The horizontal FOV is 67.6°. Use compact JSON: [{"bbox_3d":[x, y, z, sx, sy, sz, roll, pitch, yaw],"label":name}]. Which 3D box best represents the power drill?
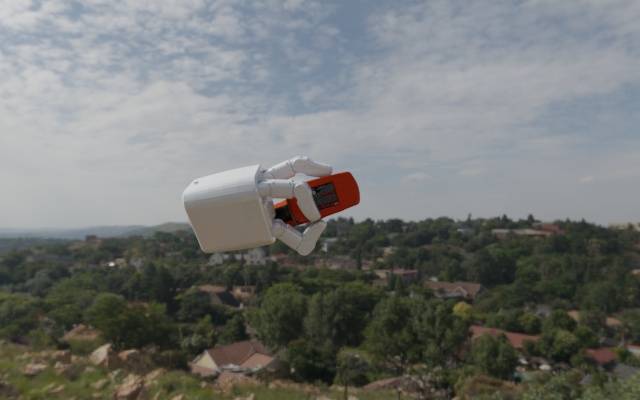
[{"bbox_3d":[0.000,0.002,0.773,0.184,0.057,0.188,-19,-4,-15],"label":"power drill"}]
